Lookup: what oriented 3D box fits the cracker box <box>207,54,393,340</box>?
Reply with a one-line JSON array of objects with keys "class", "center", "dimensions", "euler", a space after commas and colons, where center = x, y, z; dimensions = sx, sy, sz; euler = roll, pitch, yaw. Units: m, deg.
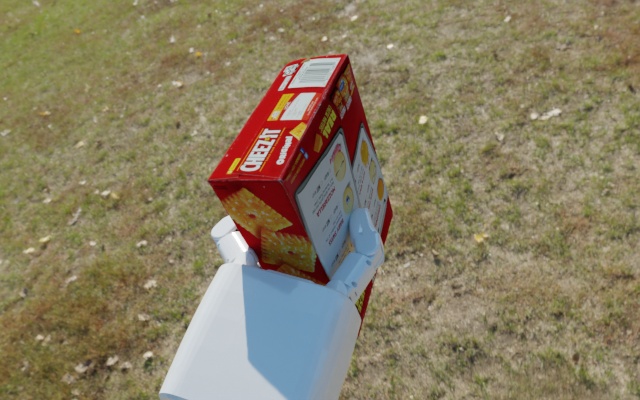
[{"class": "cracker box", "center": [0.000, 0.001, 0.447], "dimensions": [0.072, 0.164, 0.214], "euler": [2, -43, 25]}]
